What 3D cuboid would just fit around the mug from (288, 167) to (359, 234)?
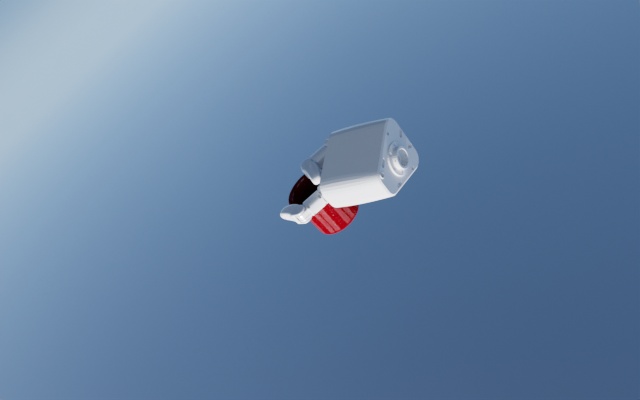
[{"bbox_3d":[-0.001,0.003,0.788,0.117,0.093,0.081,-10,-46,44],"label":"mug"}]
